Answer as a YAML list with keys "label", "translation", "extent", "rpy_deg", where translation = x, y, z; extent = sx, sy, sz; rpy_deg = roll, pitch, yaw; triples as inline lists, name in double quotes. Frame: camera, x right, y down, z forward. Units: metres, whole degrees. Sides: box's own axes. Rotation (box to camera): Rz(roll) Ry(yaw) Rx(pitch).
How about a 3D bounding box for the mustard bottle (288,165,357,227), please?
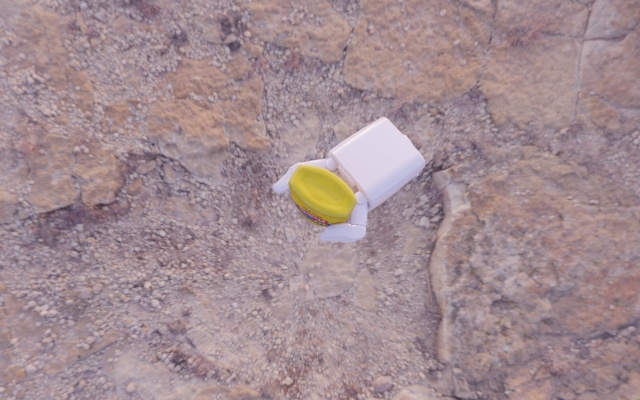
- label: "mustard bottle"
  translation: [0.000, 0.003, 0.730]
  extent: [0.096, 0.058, 0.192]
  rpy_deg: [30, -9, 3]
